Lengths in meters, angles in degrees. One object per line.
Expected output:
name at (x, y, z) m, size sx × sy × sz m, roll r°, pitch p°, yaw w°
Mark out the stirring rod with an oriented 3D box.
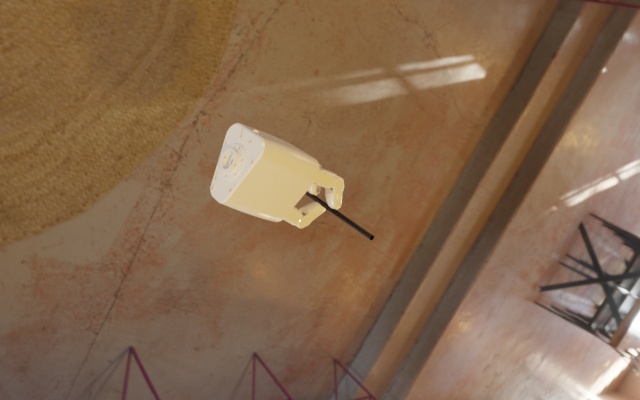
stirring rod at (0.000, 0.002, 0.754) m, size 0.011 × 0.011 × 0.239 m, roll 0°, pitch 25°, yaw -42°
